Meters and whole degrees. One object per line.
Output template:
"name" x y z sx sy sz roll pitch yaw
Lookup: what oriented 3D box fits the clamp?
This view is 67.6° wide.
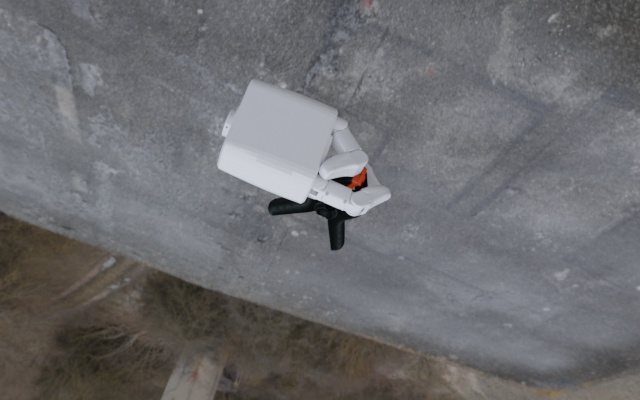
"clamp" 0.000 0.002 0.621 0.120 0.039 0.172 21 -38 -7
